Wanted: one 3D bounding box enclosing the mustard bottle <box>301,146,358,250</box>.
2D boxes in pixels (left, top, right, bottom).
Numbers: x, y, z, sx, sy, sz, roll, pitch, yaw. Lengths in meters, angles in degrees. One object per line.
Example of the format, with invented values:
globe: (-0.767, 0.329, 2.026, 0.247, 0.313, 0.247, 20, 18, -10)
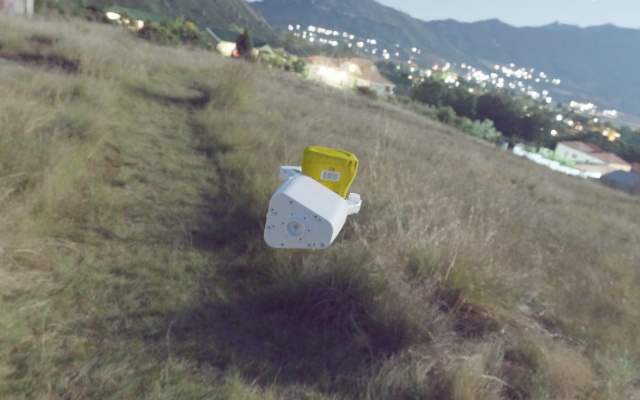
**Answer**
mustard bottle: (0.000, 0.002, 0.860, 0.096, 0.192, 0.058, 7, 22, -14)
